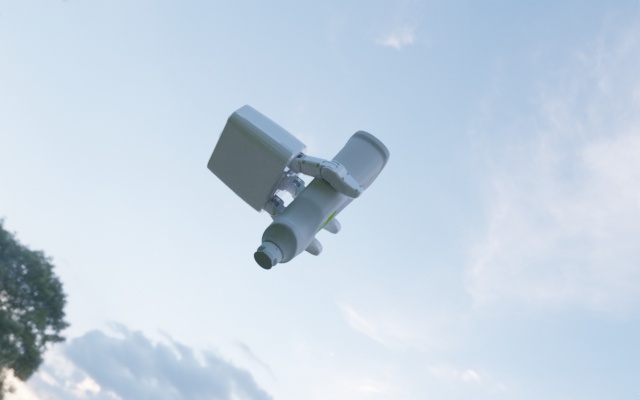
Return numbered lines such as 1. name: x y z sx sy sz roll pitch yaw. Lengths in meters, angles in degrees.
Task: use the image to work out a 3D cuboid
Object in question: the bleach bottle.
1. bleach bottle: 0.000 0.002 0.647 0.250 0.068 0.103 -44 -10 -43
